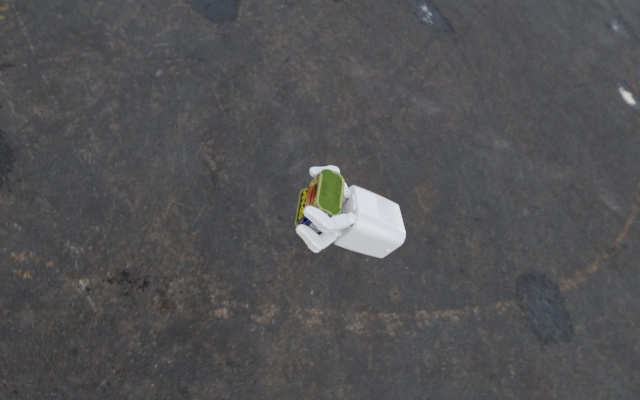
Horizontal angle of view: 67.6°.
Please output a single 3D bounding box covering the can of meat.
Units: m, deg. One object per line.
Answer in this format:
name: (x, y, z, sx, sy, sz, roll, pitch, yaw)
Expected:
can of meat: (0.000, 0.003, 0.882, 0.057, 0.102, 0.084, 22, -38, -18)
